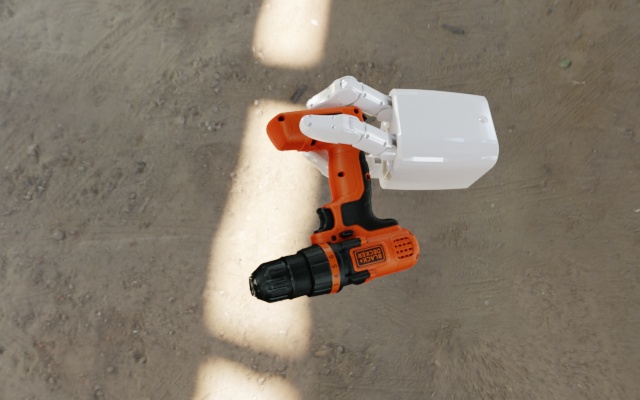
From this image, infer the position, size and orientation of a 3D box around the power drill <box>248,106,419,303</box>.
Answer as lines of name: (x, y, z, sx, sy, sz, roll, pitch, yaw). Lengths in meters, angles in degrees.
power drill: (0.000, 0.001, 0.496, 0.184, 0.187, 0.057, -10, -8, -24)
